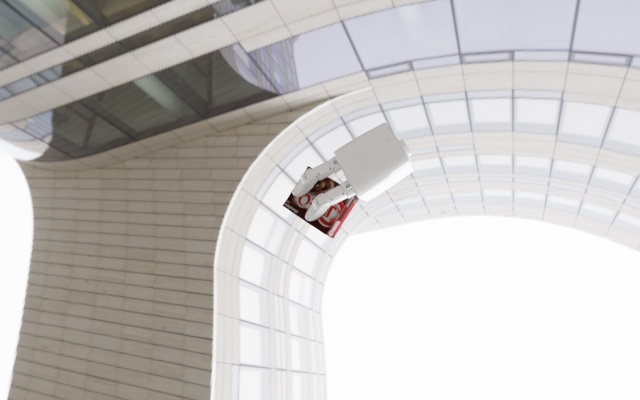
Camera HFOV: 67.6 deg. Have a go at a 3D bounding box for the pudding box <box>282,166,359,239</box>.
[{"bbox_3d":[0.000,0.003,0.863,0.113,0.090,0.039,31,-3,31],"label":"pudding box"}]
